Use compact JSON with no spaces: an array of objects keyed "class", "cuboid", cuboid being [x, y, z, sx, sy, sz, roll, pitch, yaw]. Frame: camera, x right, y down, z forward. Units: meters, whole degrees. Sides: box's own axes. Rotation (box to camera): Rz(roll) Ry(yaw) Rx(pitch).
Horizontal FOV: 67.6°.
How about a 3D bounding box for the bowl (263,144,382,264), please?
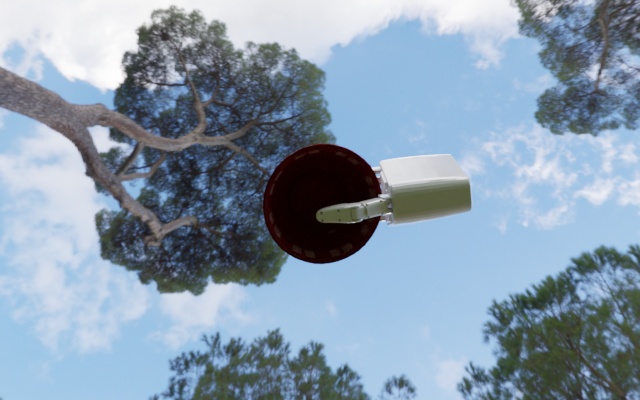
[{"class":"bowl","cuboid":[-0.001,0.002,0.653,0.162,0.162,0.055,0,10,-11]}]
